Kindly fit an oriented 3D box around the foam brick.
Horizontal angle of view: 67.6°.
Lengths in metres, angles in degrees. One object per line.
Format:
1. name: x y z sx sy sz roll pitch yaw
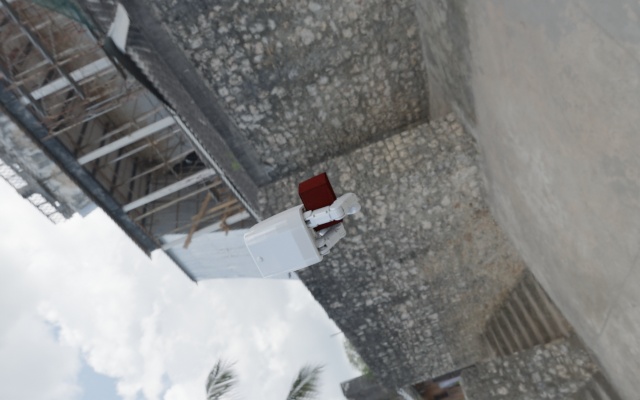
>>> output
1. foam brick: 0.000 0.002 0.807 0.051 0.078 0.053 -21 21 8
